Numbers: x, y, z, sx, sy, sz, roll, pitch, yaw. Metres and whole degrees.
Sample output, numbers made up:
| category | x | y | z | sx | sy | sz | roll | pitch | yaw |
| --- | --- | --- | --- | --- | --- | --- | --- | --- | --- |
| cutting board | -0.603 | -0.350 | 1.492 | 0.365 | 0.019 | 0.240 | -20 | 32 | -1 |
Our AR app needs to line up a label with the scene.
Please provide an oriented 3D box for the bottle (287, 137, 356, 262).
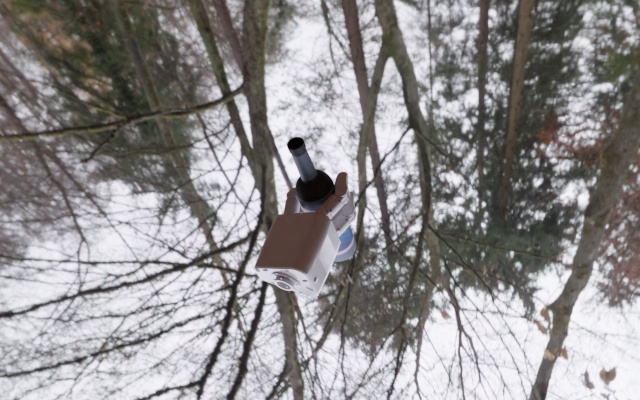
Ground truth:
| category | x | y | z | sx | sy | sz | roll | pitch | yaw |
| --- | --- | --- | --- | --- | --- | --- | --- | --- | --- |
| bottle | 0.000 | 0.003 | 0.831 | 0.069 | 0.069 | 0.296 | 0 | -37 | 19 |
